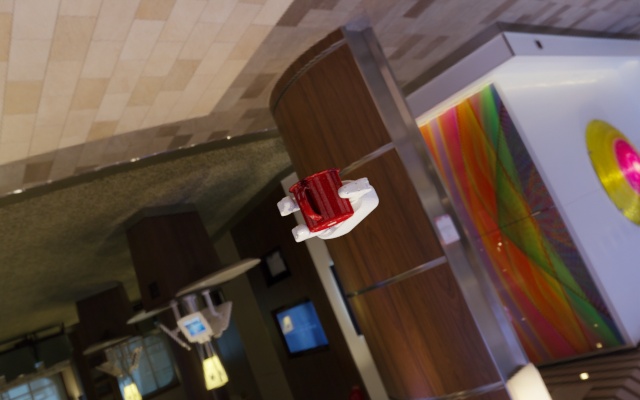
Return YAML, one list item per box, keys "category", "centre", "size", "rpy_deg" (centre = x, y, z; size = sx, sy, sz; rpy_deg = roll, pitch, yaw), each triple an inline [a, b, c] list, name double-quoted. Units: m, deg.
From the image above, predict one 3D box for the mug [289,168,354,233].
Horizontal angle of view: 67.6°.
- category: "mug"
  centre: [0.000, 0.003, 0.779]
  size: [0.093, 0.081, 0.117]
  rpy_deg: [-27, -10, 22]
